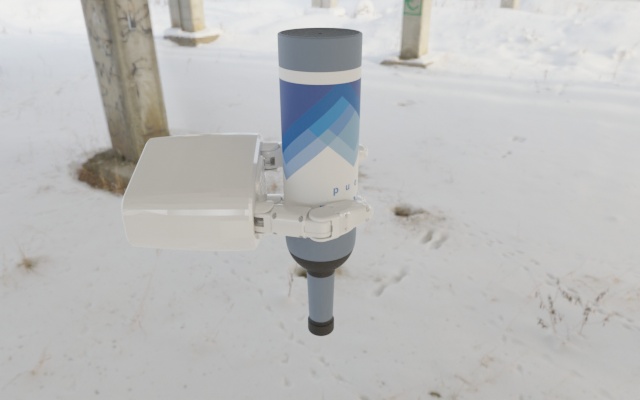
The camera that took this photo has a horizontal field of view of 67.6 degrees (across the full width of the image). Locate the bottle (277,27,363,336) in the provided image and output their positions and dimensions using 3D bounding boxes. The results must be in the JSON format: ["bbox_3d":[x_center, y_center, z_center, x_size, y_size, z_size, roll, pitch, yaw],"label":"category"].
[{"bbox_3d":[0.000,0.001,0.436,0.069,0.296,0.069,0,26,0],"label":"bottle"}]
